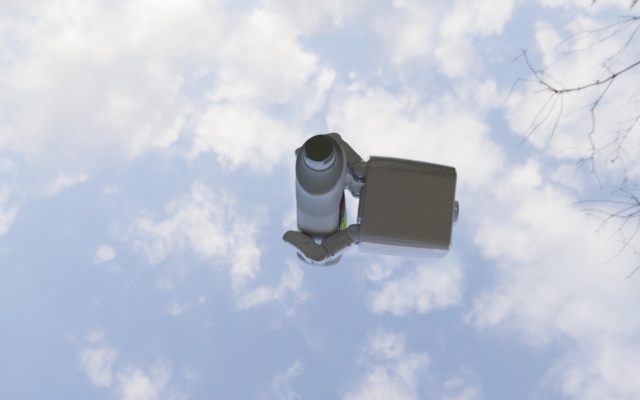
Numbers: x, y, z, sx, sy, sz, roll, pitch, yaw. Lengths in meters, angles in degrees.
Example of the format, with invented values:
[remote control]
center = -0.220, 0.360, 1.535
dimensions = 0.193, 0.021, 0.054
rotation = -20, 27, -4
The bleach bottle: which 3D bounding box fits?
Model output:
[bleach bottle]
center = 0.000, 0.002, 0.570
dimensions = 0.068, 0.102, 0.251
rotation = 7, -20, 4
